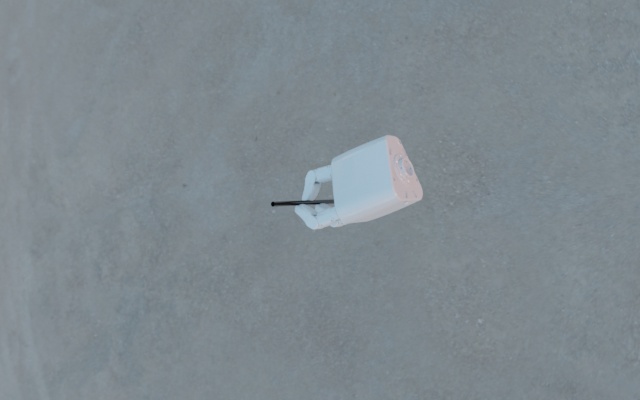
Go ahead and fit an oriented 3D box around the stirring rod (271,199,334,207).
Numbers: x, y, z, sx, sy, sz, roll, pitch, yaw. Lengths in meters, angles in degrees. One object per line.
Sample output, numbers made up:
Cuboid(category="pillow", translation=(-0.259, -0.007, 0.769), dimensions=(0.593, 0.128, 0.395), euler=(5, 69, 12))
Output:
Cuboid(category="stirring rod", translation=(0.000, 0.003, 0.833), dimensions=(0.011, 0.011, 0.239), euler=(0, 1, 38))
